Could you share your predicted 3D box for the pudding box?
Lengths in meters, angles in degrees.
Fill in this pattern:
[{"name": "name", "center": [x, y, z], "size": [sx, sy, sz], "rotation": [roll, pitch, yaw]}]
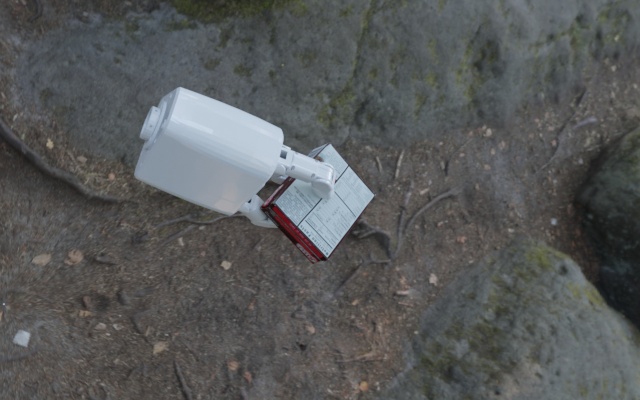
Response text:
[{"name": "pudding box", "center": [0.000, 0.002, 0.546], "size": [0.113, 0.090, 0.039], "rotation": [-49, 16, -30]}]
